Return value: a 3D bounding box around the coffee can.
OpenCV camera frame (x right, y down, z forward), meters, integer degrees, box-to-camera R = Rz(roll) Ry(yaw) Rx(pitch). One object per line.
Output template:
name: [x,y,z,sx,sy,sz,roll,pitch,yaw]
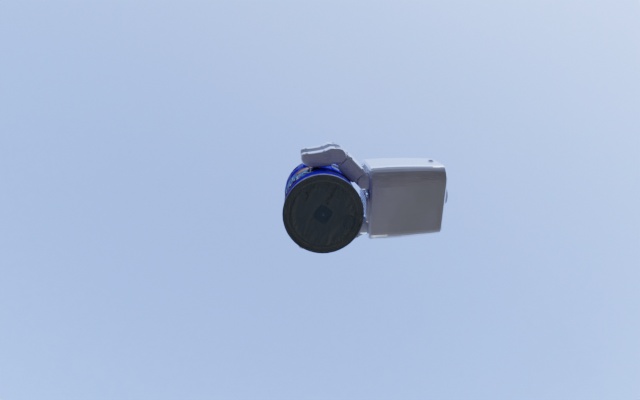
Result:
coffee can: [0.000,0.002,0.663,0.103,0.103,0.140,0,13,-3]
